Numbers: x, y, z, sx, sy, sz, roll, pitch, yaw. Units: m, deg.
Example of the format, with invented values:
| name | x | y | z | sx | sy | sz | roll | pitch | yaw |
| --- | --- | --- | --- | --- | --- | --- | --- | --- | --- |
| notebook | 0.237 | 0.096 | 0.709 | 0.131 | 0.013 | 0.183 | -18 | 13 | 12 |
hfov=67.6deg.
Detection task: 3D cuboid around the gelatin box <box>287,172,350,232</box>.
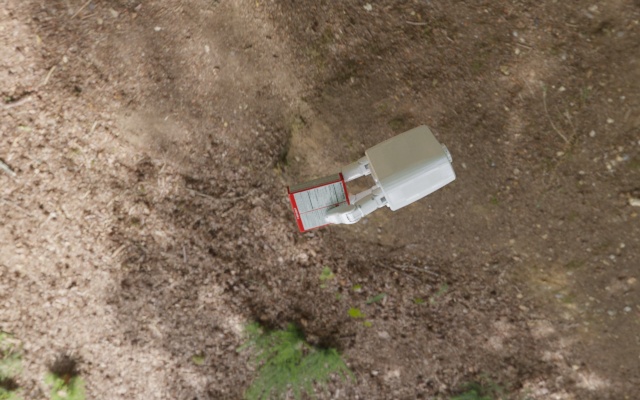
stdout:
| name | x | y | z | sx | sy | sz | roll | pitch | yaw |
| --- | --- | --- | --- | --- | --- | --- | --- | --- | --- |
| gelatin box | 0.000 | 0.003 | 0.745 | 0.089 | 0.073 | 0.030 | -16 | 31 | 0 |
